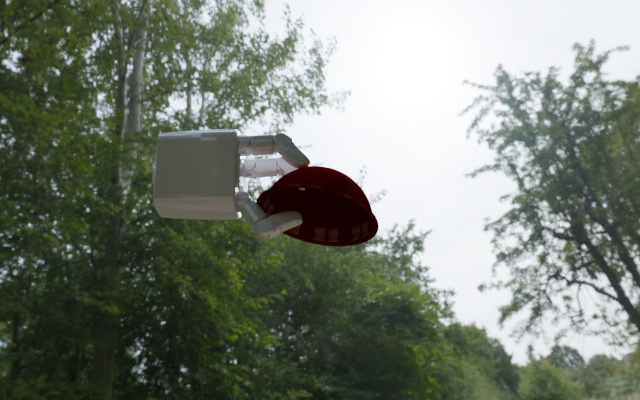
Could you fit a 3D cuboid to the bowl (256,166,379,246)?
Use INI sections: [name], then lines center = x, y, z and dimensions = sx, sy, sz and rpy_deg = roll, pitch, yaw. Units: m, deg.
[bowl]
center = 0.001, 0.002, 0.629
dimensions = 0.162, 0.055, 0.162
rpy_deg = 10, -29, 6
